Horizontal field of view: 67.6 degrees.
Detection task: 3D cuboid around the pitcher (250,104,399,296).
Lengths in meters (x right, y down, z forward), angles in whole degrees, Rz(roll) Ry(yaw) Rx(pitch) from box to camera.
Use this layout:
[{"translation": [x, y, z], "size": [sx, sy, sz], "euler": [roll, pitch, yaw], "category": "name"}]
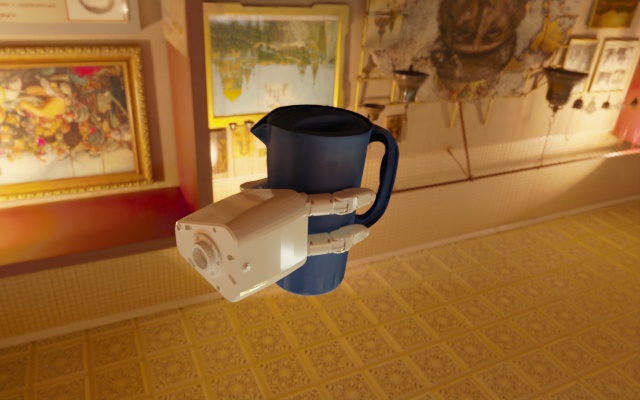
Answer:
[{"translation": [0.000, 0.002, 0.637], "size": [0.149, 0.243, 0.145], "euler": [24, 32, 33], "category": "pitcher"}]
